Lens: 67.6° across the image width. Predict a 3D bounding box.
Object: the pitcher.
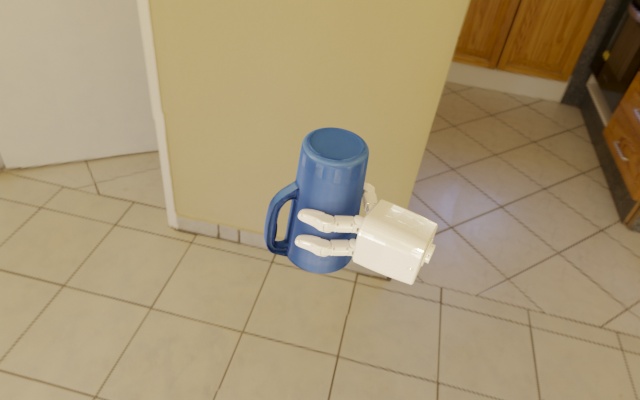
[{"bbox_3d":[0.000,0.003,0.820,0.145,0.243,0.149,23,42,16],"label":"pitcher"}]
